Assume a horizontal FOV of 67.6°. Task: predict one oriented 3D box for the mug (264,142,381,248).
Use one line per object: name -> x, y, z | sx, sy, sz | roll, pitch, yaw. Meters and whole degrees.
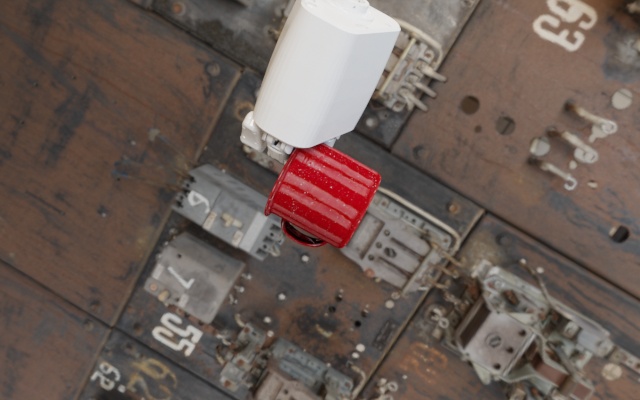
mug -> 0.000, 0.003, 0.462 | 0.081, 0.117, 0.093 | 29, 35, 2
